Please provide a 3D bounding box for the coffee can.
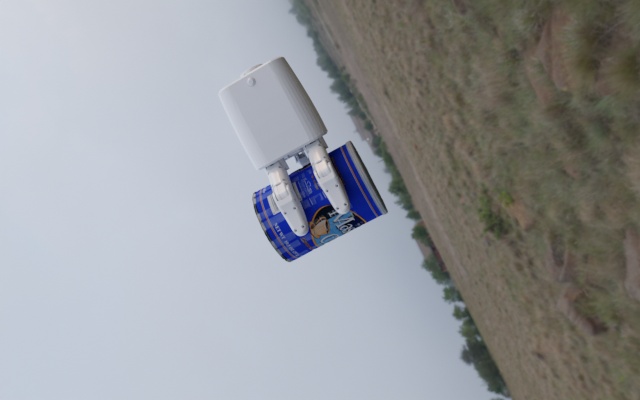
[{"bbox_3d":[0.000,0.002,0.607,0.140,0.103,0.103,-28,-5,9],"label":"coffee can"}]
